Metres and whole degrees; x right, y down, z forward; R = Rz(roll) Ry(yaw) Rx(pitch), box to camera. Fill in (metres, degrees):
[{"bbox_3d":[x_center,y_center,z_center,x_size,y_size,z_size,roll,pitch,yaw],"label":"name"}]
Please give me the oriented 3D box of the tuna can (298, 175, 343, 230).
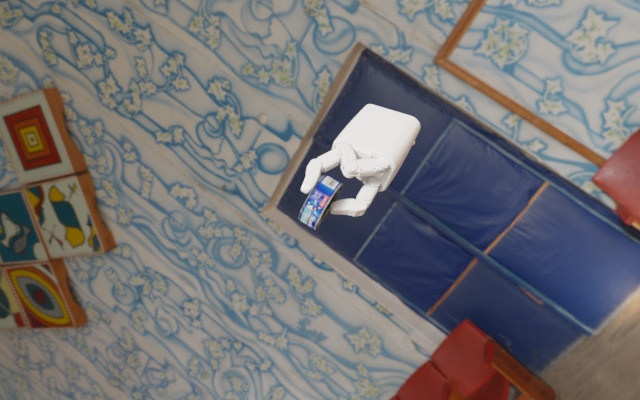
[{"bbox_3d":[0.000,0.002,0.758,0.034,0.086,0.086,31,3,6],"label":"tuna can"}]
